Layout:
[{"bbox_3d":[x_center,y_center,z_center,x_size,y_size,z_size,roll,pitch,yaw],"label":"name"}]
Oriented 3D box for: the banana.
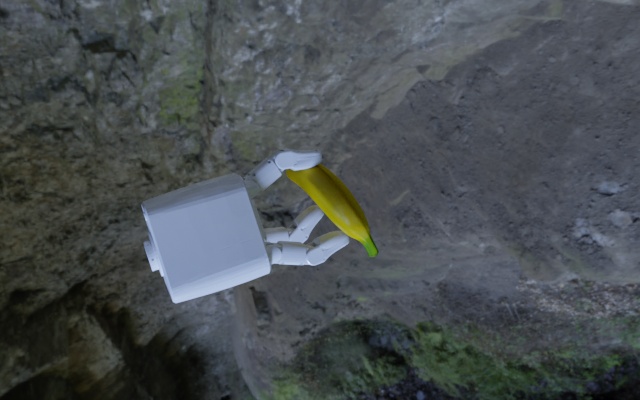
[{"bbox_3d":[0.000,-0.011,0.568,0.037,0.070,0.197,-23,43,-18],"label":"banana"}]
